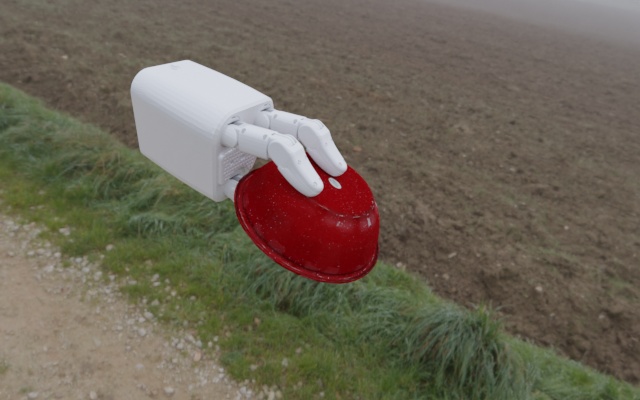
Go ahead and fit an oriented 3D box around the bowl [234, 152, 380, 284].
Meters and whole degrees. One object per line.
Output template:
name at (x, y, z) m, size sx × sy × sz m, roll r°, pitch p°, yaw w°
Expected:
bowl at (0.001, 0.002, 0.471) m, size 0.162 × 0.162 × 0.055 m, roll 0°, pitch -44°, yaw -39°
